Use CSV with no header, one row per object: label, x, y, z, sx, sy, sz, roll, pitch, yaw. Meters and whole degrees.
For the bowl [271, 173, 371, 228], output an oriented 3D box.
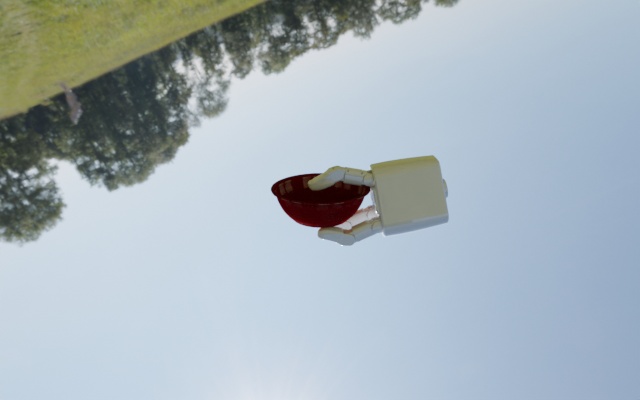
bowl,-0.001,0.003,0.782,0.162,0.055,0.162,0,20,0
